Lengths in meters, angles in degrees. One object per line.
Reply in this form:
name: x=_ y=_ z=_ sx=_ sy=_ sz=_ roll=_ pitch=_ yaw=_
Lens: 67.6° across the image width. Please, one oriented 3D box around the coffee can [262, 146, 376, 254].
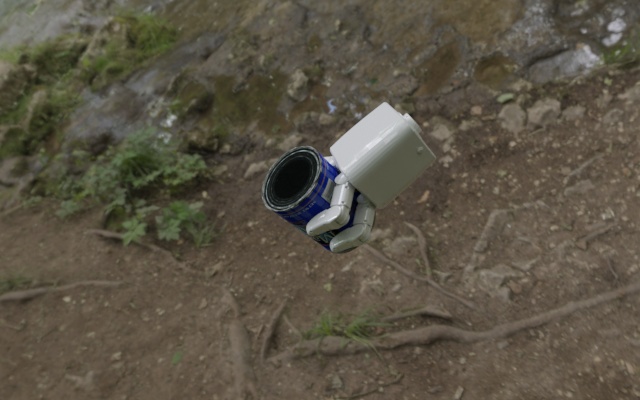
coffee can: x=0.000 y=0.002 z=0.686 sx=0.103 sy=0.102 sz=0.140 roll=0 pitch=-28 yaw=41
